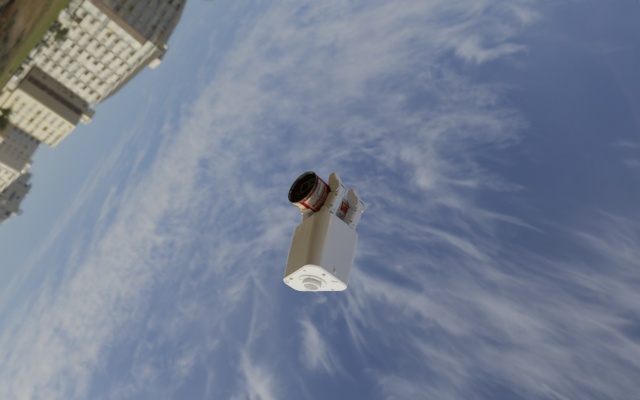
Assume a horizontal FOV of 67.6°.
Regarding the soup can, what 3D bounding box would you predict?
[{"bbox_3d":[0.000,0.003,0.872,0.102,0.068,0.068,39,-24,-33],"label":"soup can"}]
